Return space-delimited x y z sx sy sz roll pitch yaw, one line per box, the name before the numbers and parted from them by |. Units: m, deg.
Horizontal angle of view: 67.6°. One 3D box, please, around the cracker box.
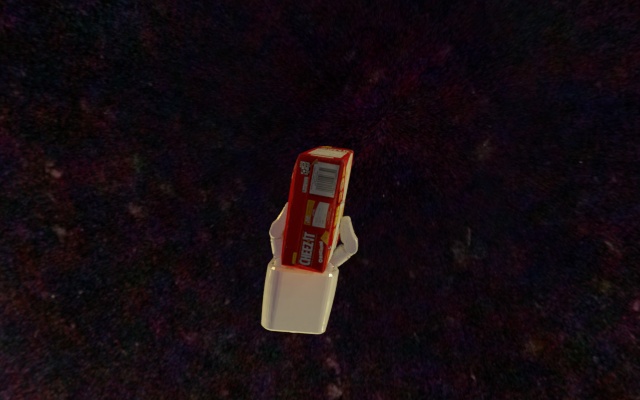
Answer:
cracker box | 0.000 0.003 0.755 0.072 0.164 0.213 10 11 6
